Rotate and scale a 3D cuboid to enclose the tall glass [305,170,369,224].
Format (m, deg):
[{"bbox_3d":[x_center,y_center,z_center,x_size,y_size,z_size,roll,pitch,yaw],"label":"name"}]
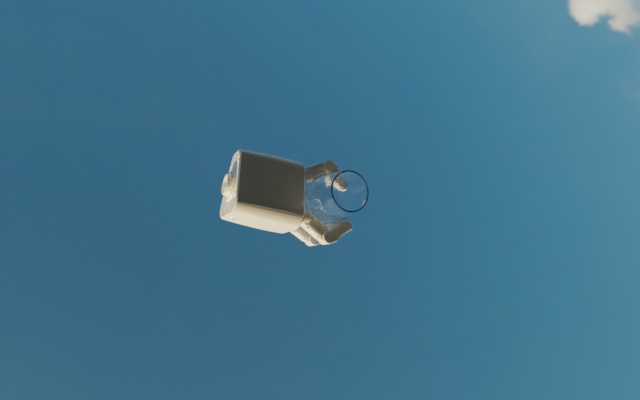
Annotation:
[{"bbox_3d":[0.000,0.003,0.773,0.079,0.079,0.201,0,-9,-26],"label":"tall glass"}]
